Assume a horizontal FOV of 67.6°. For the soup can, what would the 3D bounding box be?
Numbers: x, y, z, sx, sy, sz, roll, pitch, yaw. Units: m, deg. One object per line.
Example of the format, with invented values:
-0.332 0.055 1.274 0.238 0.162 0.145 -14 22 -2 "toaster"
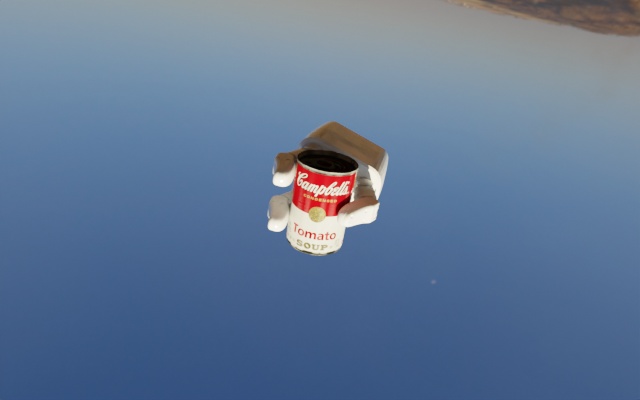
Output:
0.000 0.002 0.539 0.068 0.102 0.068 8 25 -4 "soup can"
